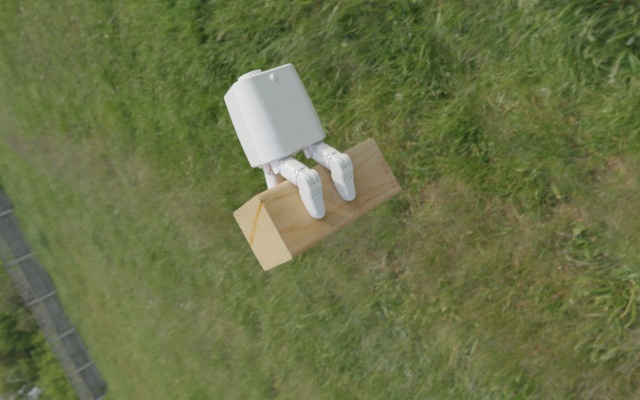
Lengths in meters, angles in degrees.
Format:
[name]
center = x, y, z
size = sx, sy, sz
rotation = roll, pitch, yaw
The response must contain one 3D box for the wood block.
[wood block]
center = 0.000, 0.002, 0.654
size = 0.206, 0.090, 0.091
rotation = -29, 0, -34
